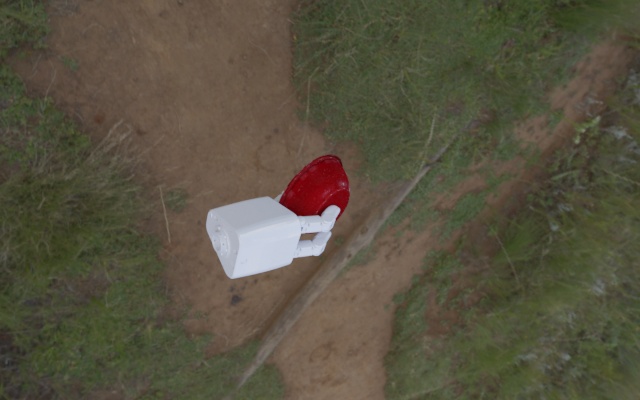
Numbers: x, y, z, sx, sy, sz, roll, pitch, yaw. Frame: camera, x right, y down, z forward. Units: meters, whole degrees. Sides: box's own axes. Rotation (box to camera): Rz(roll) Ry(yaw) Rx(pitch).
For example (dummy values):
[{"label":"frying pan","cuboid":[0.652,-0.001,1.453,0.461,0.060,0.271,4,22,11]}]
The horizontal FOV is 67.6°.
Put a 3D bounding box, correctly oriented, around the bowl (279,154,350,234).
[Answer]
[{"label":"bowl","cuboid":[0.001,0.002,0.827,0.055,0.162,0.162,39,19,26]}]
